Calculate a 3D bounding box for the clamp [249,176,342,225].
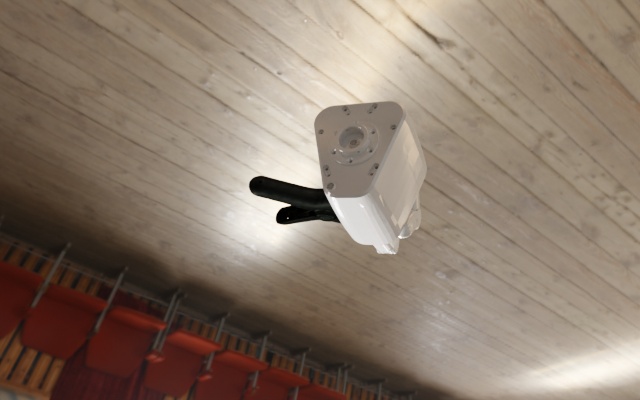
[{"bbox_3d":[0.000,0.003,0.577,0.171,0.039,0.120,-3,-18,22],"label":"clamp"}]
